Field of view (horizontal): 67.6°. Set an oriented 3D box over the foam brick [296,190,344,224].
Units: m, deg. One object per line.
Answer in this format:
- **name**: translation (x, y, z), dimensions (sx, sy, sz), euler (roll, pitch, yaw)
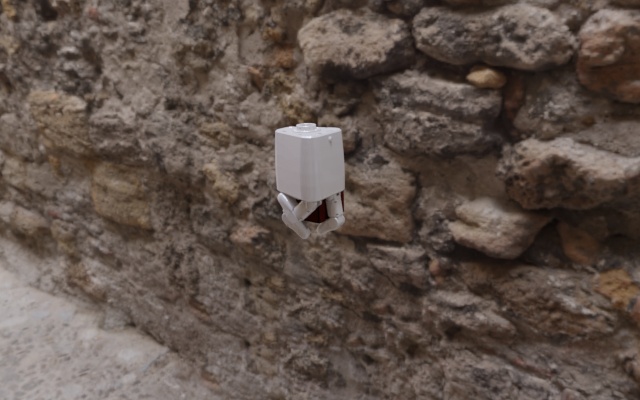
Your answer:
- **foam brick**: translation (0.000, 0.003, 0.856), dimensions (0.053, 0.051, 0.078), euler (10, 21, 36)
